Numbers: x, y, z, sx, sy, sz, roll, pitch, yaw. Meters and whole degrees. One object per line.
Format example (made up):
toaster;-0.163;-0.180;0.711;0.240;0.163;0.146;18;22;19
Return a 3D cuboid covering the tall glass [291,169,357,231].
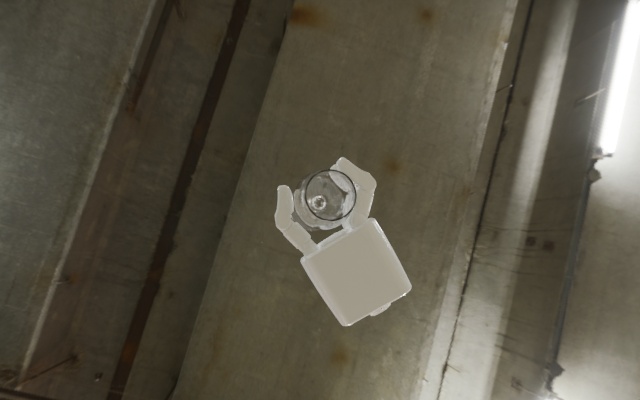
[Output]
tall glass;0.000;0.002;0.656;0.079;0.079;0.201;0;-5;-7
